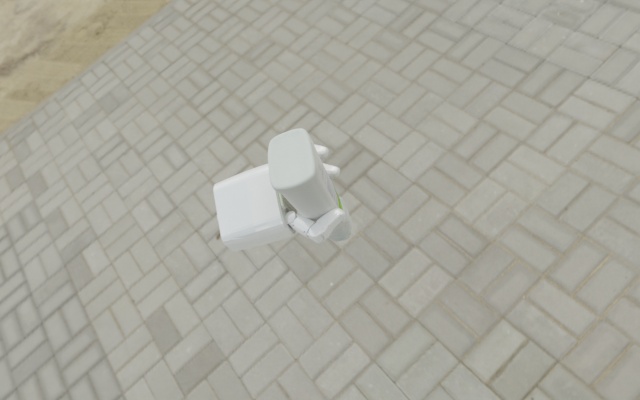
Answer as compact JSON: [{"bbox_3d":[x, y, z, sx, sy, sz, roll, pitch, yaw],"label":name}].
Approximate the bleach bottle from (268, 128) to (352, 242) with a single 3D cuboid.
[{"bbox_3d":[0.000,0.002,0.742,0.068,0.102,0.251,-18,-36,12],"label":"bleach bottle"}]
